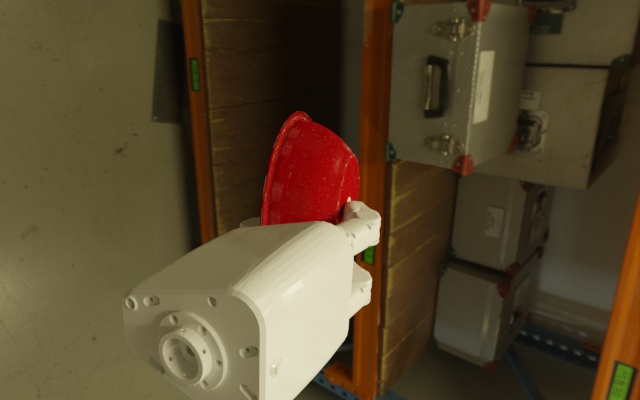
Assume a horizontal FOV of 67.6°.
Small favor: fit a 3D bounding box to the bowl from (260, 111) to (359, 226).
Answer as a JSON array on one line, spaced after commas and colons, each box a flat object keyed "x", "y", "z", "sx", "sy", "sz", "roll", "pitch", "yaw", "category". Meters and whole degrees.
[{"x": 0.001, "y": 0.001, "z": 0.440, "sx": 0.055, "sy": 0.162, "sz": 0.162, "roll": 6, "pitch": 2, "yaw": 14, "category": "bowl"}]
